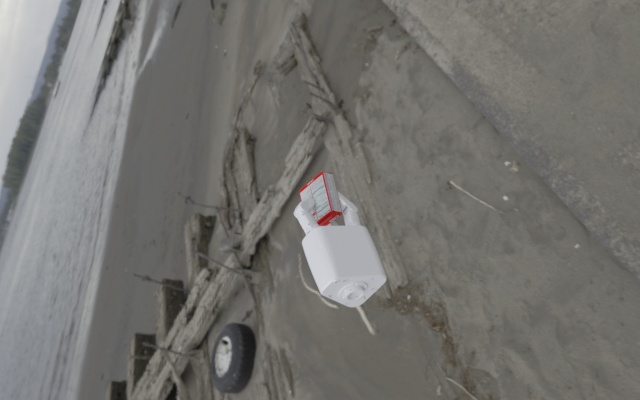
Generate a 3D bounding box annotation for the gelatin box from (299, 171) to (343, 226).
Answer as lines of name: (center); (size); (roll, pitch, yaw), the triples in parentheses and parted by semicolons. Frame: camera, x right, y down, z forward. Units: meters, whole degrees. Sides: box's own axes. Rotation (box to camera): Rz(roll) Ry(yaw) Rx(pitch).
gelatin box: (0.000, 0.003, 0.875); (0.030, 0.089, 0.073); (11, -36, -38)
